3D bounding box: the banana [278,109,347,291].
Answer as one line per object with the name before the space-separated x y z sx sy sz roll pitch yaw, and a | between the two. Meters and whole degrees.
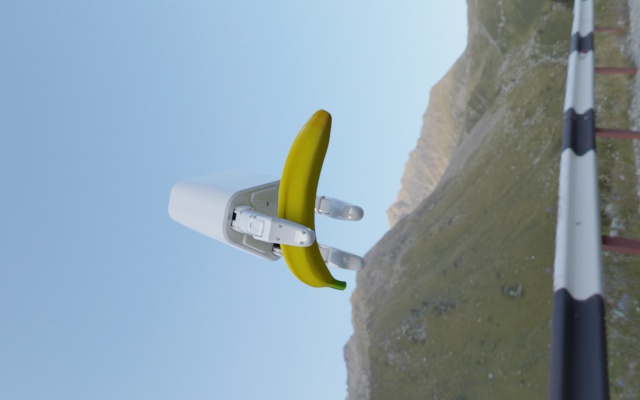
banana | -0.013 0.010 0.486 0.069 0.198 0.037 -19 23 -40
